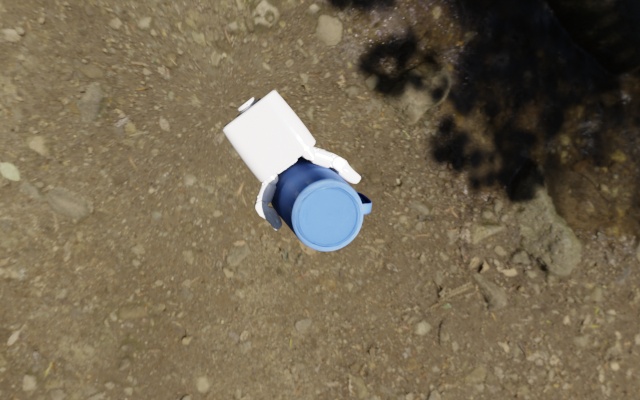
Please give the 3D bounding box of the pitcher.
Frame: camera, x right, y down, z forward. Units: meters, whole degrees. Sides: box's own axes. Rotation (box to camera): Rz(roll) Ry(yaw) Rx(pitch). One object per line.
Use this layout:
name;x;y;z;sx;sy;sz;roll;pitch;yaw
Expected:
pitcher;0.000;0.003;0.801;0.149;0.145;0.242;-38;15;-2
